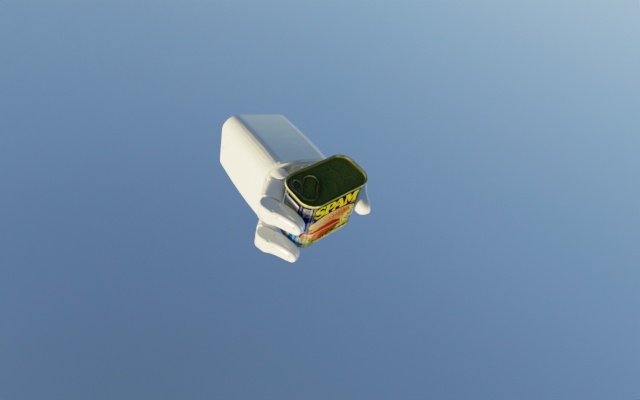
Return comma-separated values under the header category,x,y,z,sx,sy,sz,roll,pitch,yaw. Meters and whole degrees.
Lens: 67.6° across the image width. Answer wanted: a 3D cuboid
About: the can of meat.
category,x,y,z,sx,sy,sz,roll,pitch,yaw
can of meat,0.000,0.002,0.593,0.102,0.057,0.084,-26,-30,-33
